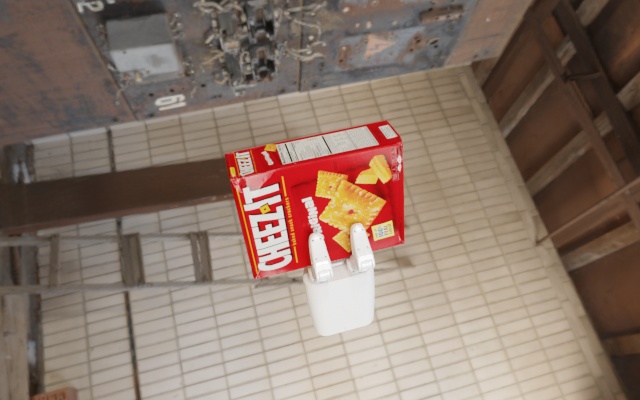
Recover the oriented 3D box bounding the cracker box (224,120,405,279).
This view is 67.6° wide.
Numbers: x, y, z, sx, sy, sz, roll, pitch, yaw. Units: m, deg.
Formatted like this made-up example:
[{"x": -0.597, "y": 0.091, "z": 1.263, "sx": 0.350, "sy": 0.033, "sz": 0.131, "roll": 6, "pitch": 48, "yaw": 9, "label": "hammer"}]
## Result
[{"x": 0.000, "y": 0.002, "z": 0.619, "sx": 0.213, "sy": 0.164, "sz": 0.072, "roll": -13, "pitch": 36, "yaw": -8, "label": "cracker box"}]
